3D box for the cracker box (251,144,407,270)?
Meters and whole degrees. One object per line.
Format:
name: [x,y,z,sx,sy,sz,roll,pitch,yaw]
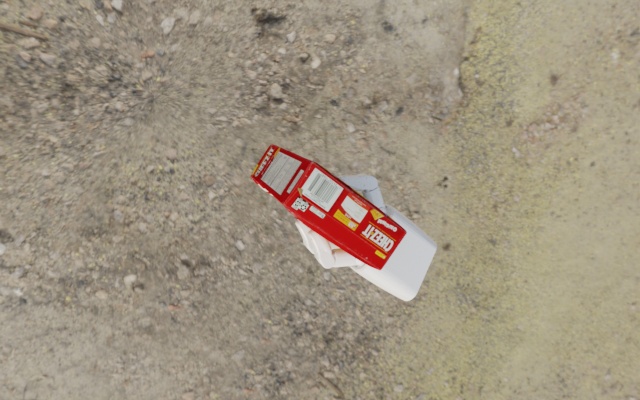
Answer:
cracker box: [0.000,0.002,0.678,0.164,0.072,0.213,35,-1,-22]
